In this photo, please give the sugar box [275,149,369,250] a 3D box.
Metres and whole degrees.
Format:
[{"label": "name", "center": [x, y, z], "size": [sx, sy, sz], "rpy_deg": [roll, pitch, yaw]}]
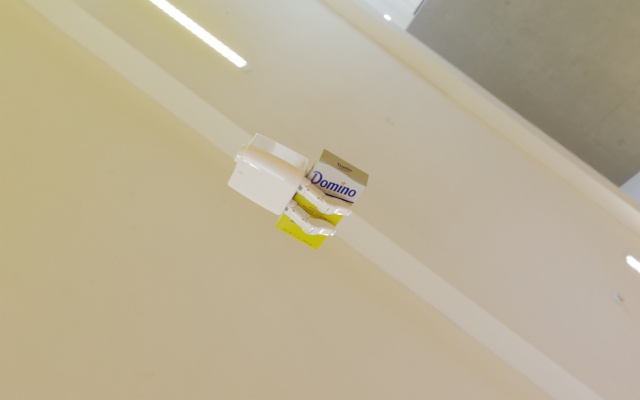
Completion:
[{"label": "sugar box", "center": [0.000, 0.003, 0.846], "size": [0.093, 0.176, 0.048], "rpy_deg": [29, 38, -8]}]
